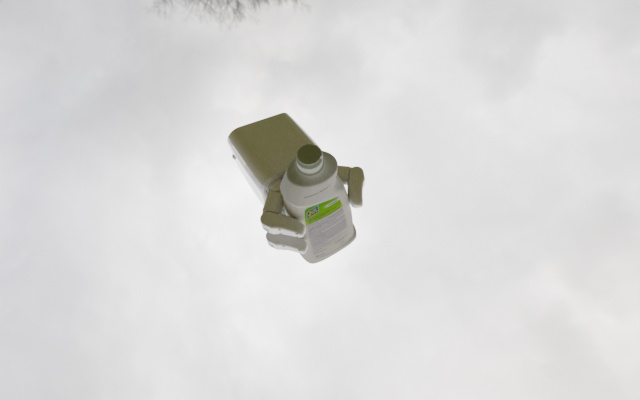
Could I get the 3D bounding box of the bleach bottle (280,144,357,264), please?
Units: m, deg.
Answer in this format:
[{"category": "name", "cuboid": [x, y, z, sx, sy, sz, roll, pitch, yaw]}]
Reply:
[{"category": "bleach bottle", "cuboid": [0.000, 0.002, 0.657, 0.102, 0.068, 0.251, -32, -25, -13]}]
